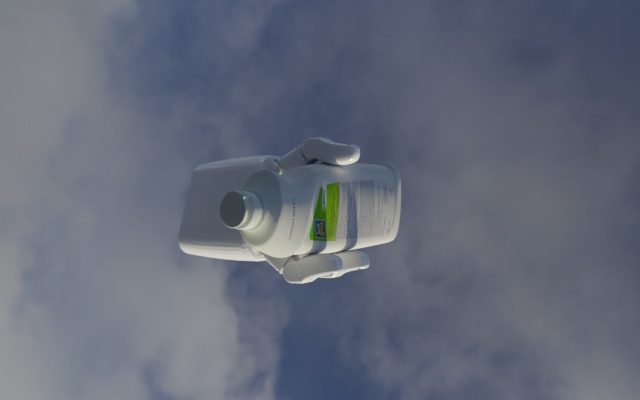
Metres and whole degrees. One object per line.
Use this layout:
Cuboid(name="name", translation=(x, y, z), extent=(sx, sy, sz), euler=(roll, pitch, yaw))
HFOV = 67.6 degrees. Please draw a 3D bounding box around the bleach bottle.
Cuboid(name="bleach bottle", translation=(0.000, 0.002, 0.477), extent=(0.068, 0.102, 0.251), euler=(0, -1, 33))
